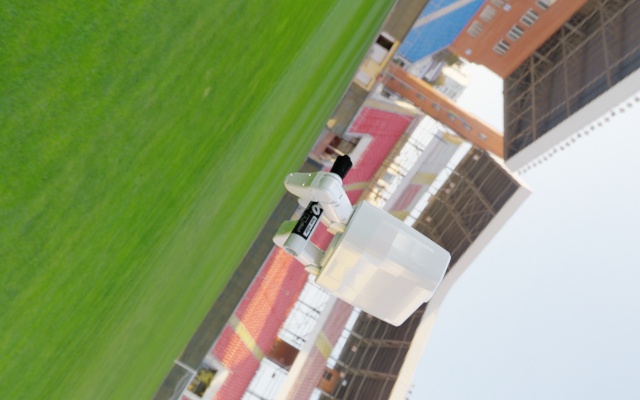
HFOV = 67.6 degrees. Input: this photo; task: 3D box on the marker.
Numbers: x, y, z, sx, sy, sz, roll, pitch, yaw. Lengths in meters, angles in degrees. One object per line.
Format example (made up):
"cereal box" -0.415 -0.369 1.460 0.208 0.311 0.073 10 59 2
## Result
"marker" 0.000 0.002 0.473 0.020 0.121 0.020 24 -27 13
